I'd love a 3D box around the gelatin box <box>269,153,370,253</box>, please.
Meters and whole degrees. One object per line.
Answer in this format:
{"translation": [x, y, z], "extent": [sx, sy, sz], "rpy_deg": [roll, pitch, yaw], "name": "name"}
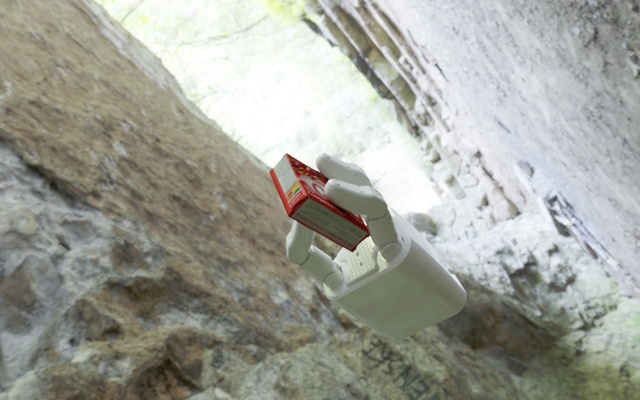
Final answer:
{"translation": [0.000, 0.002, 0.453], "extent": [0.089, 0.030, 0.073], "rpy_deg": [31, 20, -36], "name": "gelatin box"}
